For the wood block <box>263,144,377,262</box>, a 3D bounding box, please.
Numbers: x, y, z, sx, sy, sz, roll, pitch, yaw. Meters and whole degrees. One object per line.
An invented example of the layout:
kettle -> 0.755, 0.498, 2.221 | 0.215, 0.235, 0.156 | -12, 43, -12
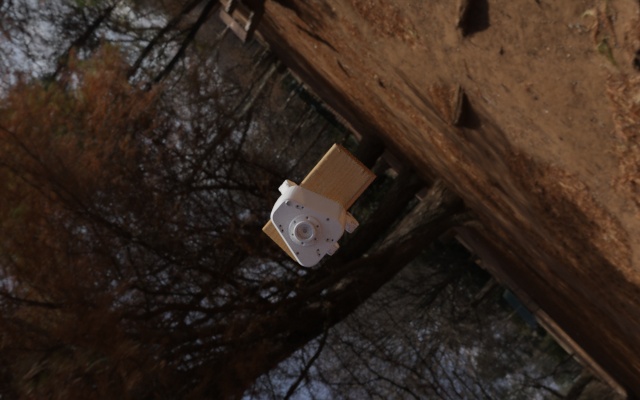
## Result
wood block -> 0.000, 0.003, 0.888 | 0.091, 0.206, 0.090 | 42, 10, 6
